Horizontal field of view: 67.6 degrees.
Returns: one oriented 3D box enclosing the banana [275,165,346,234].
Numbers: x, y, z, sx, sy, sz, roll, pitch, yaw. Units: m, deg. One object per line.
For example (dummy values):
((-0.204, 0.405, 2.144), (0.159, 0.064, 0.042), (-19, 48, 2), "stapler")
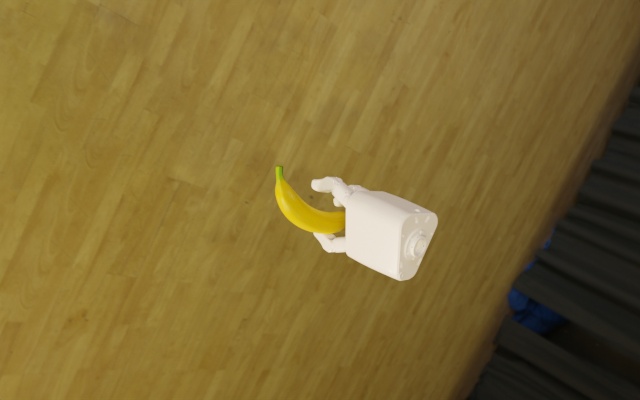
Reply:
((-0.010, 0.018, 0.775), (0.037, 0.069, 0.198), (18, -12, 46), "banana")
